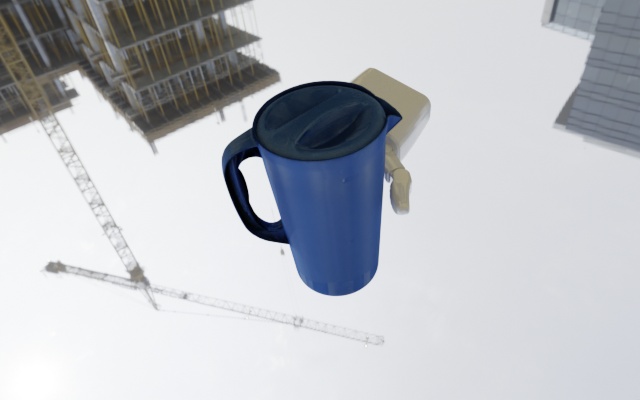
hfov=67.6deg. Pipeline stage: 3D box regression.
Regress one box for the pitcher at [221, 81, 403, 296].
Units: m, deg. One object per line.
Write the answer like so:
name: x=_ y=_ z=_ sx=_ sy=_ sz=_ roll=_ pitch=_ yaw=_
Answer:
pitcher: x=0.000 y=0.002 z=0.541 sx=0.149 sy=0.243 sz=0.145 roll=18 pitch=50 yaw=24
